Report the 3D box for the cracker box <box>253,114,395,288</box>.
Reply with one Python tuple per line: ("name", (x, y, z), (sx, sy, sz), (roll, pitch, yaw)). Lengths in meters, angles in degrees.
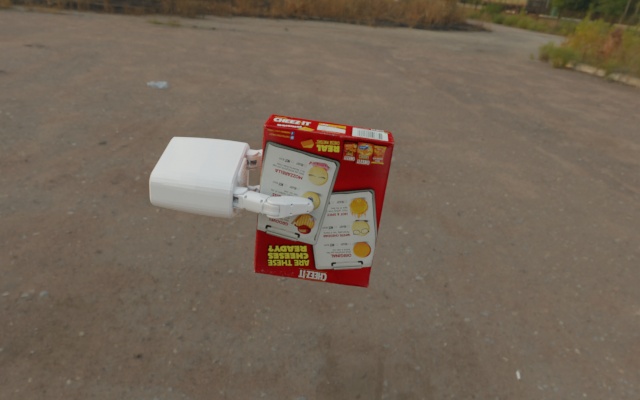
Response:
("cracker box", (0.000, 0.002, 0.649), (0.164, 0.214, 0.072), (8, 24, 1))
